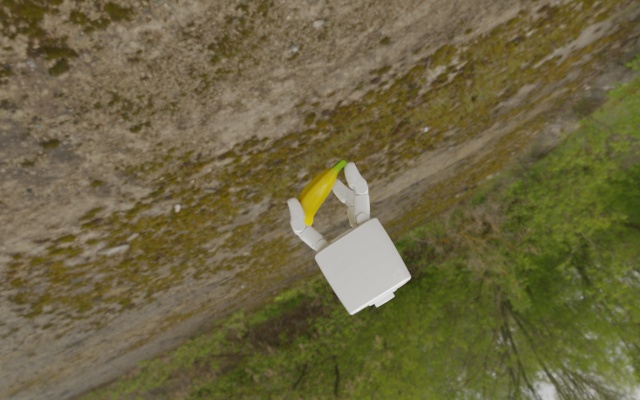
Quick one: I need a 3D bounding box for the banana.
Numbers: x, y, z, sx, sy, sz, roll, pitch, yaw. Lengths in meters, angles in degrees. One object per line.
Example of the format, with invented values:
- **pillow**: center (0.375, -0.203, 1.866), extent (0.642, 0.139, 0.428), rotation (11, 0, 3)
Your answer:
- **banana**: center (-0.013, 0.006, 0.806), extent (0.069, 0.037, 0.198), rotation (-20, -21, -33)
